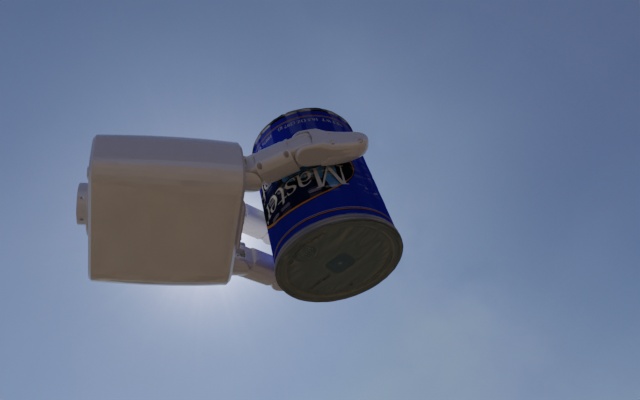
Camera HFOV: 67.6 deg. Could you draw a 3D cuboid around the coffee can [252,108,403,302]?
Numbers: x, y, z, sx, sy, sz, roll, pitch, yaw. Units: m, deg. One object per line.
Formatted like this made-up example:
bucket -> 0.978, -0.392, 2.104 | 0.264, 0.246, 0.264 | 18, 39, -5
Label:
coffee can -> 0.000, 0.001, 0.417 | 0.103, 0.103, 0.140 | 0, 44, -18
